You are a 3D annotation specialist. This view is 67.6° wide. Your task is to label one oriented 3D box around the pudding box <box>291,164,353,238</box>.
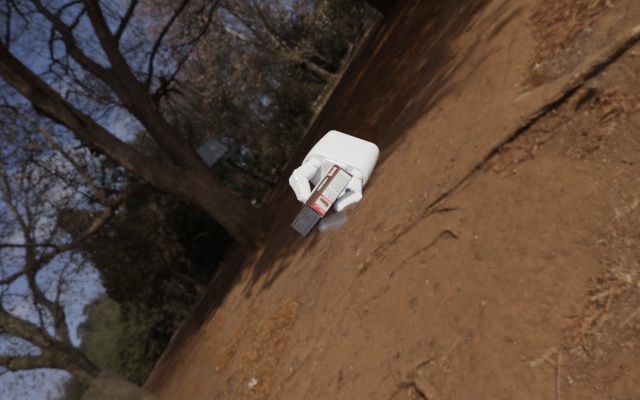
[{"bbox_3d":[0.000,0.002,0.764,0.039,0.090,0.113,35,-25,2],"label":"pudding box"}]
